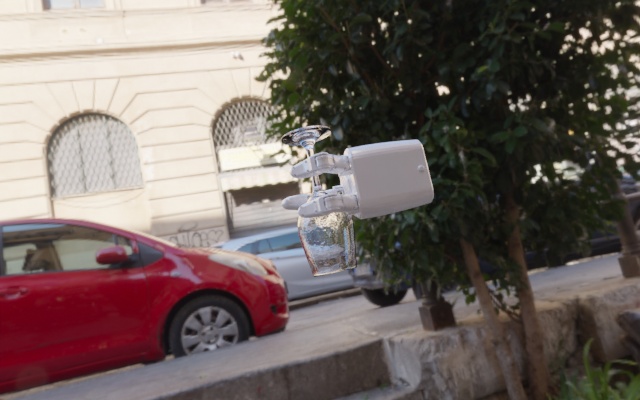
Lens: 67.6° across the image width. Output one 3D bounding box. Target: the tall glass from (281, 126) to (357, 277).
[{"bbox_3d":[0.000,0.002,0.671,0.079,0.201,0.079,-11,-9,-2],"label":"tall glass"}]
